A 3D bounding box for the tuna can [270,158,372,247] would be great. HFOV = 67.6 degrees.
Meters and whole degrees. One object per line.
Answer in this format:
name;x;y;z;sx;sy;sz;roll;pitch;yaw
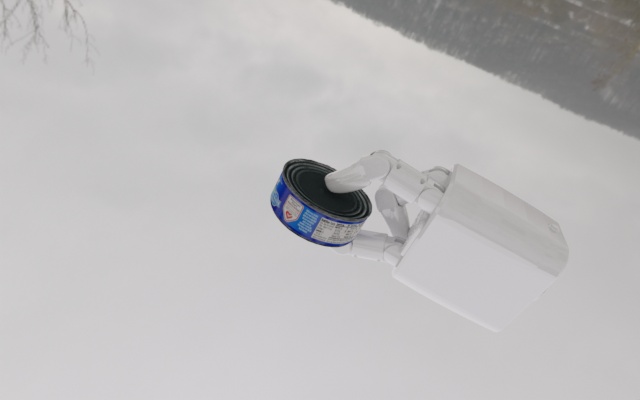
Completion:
tuna can;0.000;0.002;0.419;0.086;0.034;0.086;22;28;-13
